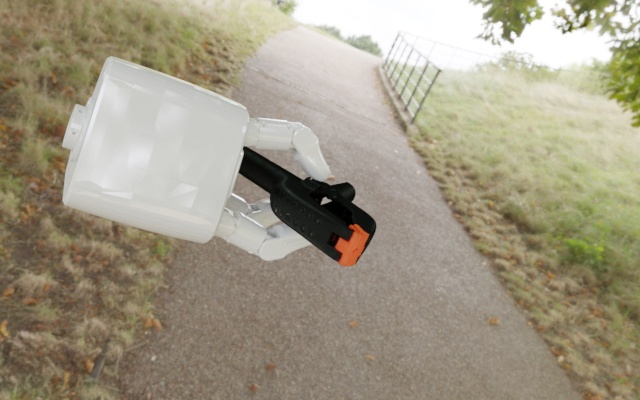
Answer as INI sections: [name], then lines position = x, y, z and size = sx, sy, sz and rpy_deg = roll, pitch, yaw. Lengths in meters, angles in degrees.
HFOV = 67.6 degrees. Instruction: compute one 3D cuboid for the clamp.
[clamp]
position = 0.000, 0.001, 0.436
size = 0.164, 0.036, 0.210
rpy_deg = 17, 14, -31
